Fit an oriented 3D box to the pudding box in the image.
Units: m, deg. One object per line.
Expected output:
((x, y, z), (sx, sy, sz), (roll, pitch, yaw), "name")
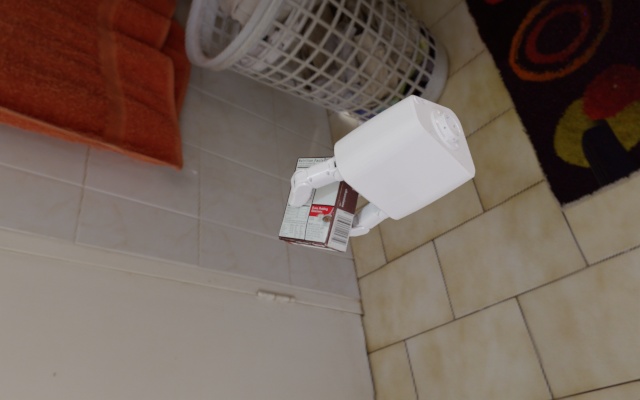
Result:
((0.000, 0.002, 0.590), (0.090, 0.113, 0.039), (3, -16, 46), "pudding box")
